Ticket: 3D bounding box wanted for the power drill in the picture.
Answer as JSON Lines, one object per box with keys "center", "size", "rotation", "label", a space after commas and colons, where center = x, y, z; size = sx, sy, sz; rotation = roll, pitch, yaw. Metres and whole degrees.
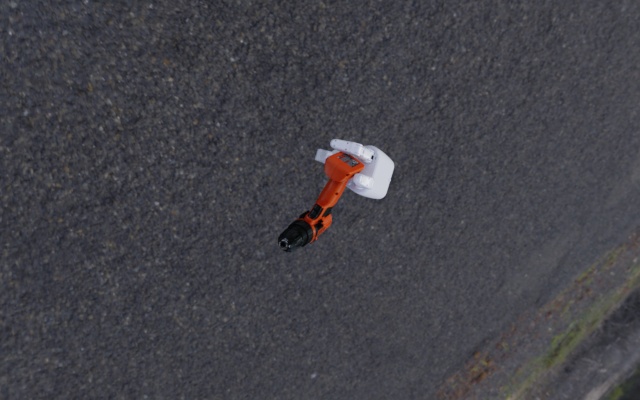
{"center": [0.001, 0.003, 0.900], "size": [0.057, 0.188, 0.184], "rotation": [36, 25, 9], "label": "power drill"}
